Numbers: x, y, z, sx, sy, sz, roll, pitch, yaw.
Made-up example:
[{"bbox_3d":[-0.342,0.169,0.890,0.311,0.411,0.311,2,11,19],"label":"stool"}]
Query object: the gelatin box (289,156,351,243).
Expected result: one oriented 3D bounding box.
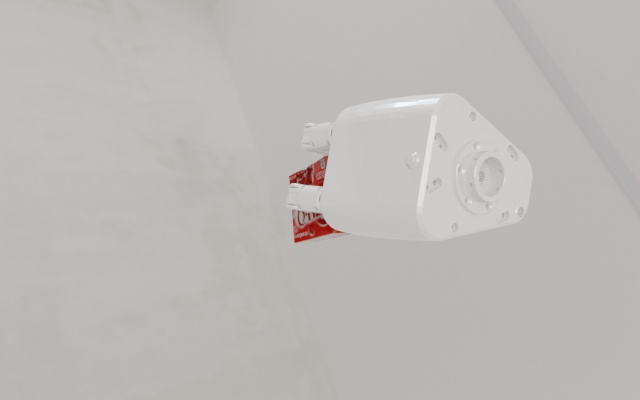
[{"bbox_3d":[0.000,0.002,0.476,0.030,0.073,0.089,-1,-10,-28],"label":"gelatin box"}]
